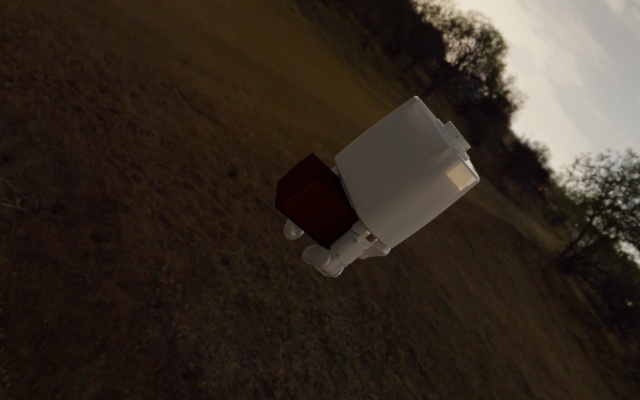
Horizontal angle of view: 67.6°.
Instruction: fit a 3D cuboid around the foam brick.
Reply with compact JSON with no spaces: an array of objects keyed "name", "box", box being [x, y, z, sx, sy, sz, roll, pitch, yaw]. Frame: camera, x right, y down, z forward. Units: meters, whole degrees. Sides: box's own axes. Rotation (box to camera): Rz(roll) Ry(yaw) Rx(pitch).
[{"name":"foam brick","box":[0.000,0.001,0.477,0.051,0.078,0.053,-39,28,20]}]
